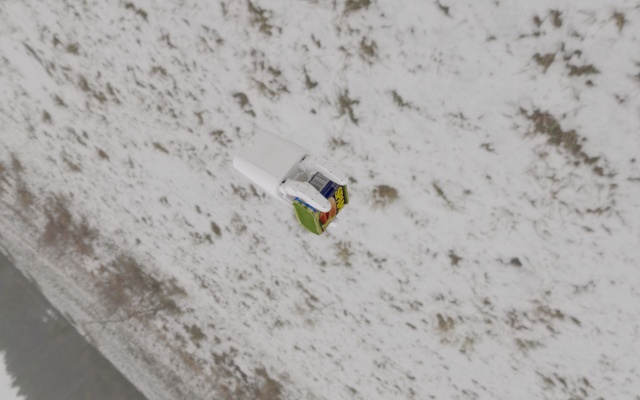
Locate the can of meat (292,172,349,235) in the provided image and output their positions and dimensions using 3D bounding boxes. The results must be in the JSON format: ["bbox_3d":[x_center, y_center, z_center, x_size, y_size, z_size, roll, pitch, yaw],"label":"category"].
[{"bbox_3d":[0.000,0.003,0.823,0.057,0.084,0.102,31,-21,22],"label":"can of meat"}]
